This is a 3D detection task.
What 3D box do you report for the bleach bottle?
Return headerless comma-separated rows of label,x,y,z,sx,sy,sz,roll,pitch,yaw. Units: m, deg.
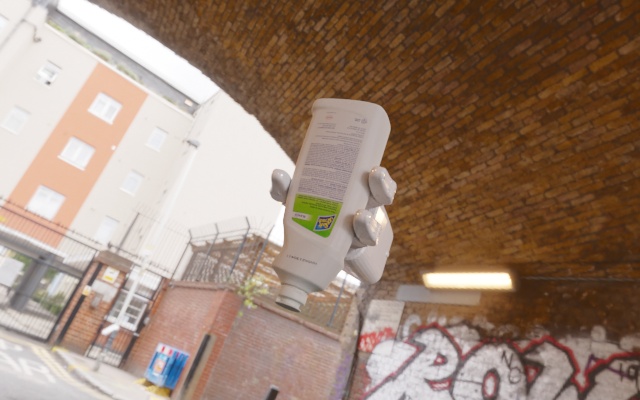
bleach bottle,0.000,0.002,0.548,0.102,0.250,0.068,10,-24,26
